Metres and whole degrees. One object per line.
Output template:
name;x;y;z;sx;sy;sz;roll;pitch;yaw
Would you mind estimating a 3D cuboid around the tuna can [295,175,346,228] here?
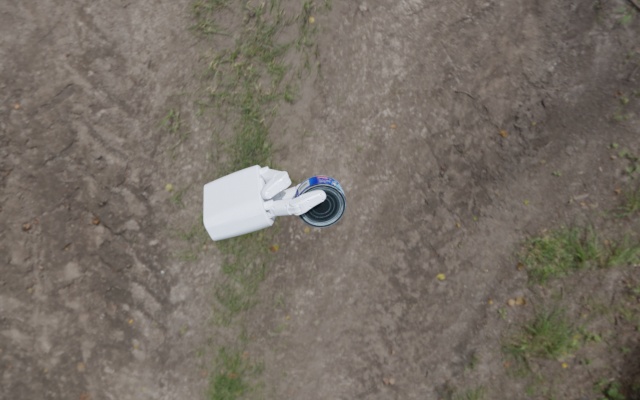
tuna can;0.000;0.003;0.806;0.086;0.086;0.033;0;28;-6
